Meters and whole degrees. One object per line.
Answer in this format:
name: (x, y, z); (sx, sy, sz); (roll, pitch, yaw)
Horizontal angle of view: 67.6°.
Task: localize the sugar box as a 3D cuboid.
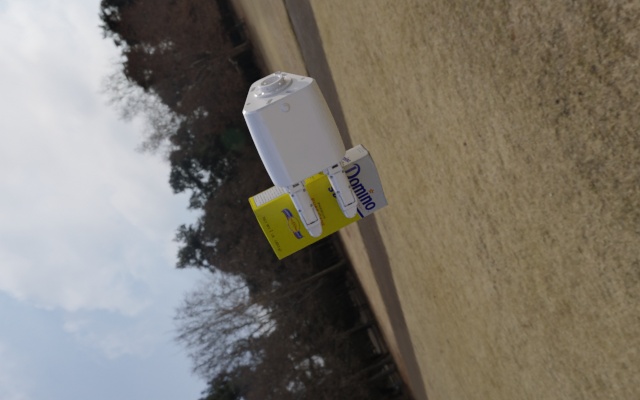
sugar box: (0.000, 0.002, 0.669); (0.176, 0.093, 0.048); (-26, 33, -3)
